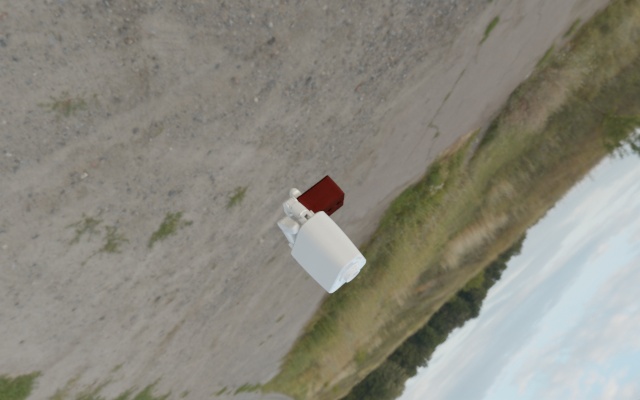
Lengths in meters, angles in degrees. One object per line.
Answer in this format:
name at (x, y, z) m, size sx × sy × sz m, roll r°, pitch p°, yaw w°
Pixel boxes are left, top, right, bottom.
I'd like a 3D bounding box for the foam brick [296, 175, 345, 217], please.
foam brick at (0.000, 0.003, 0.888) m, size 0.078 × 0.051 × 0.053 m, roll -38°, pitch -21°, yaw -18°
